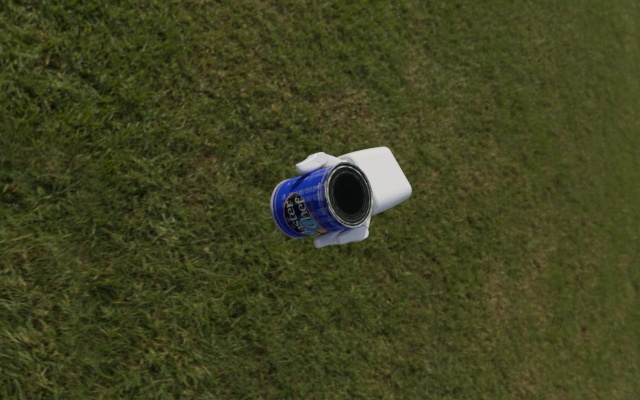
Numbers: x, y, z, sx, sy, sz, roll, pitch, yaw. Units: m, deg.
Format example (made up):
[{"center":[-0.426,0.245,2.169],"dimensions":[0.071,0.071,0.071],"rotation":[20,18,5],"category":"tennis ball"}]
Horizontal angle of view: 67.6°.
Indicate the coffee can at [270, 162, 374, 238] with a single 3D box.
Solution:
[{"center":[0.000,0.003,0.773],"dimensions":[0.103,0.103,0.140],"rotation":[0,-9,-41],"category":"coffee can"}]
